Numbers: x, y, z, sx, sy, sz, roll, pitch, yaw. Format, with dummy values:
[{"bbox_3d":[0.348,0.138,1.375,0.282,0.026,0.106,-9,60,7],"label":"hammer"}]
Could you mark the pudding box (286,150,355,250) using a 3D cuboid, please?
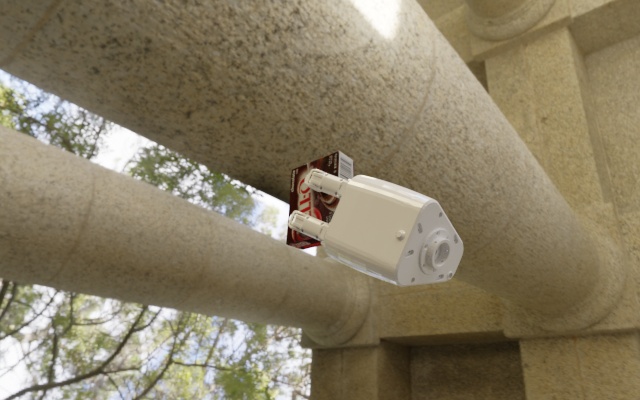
[{"bbox_3d":[0.000,0.002,0.626,0.090,0.113,0.039,-17,-32,40],"label":"pudding box"}]
